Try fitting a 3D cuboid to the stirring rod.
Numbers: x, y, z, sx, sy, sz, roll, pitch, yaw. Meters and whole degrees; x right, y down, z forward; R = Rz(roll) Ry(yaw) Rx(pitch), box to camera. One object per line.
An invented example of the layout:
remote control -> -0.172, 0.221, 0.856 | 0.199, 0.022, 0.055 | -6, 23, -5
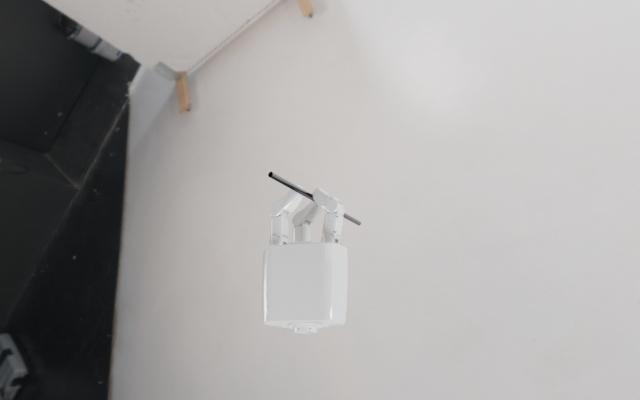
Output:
stirring rod -> 0.000, 0.002, 0.720 | 0.011, 0.011, 0.239 | 0, -18, 35
